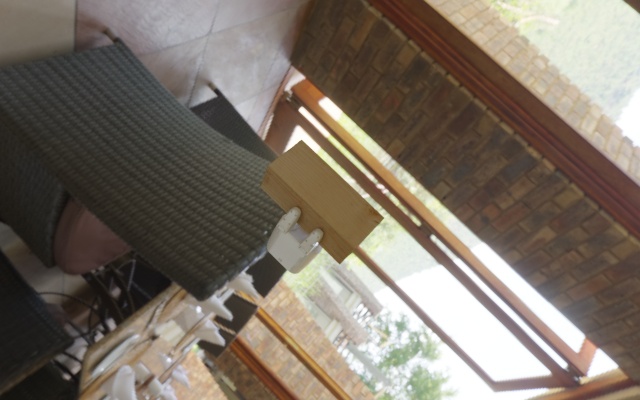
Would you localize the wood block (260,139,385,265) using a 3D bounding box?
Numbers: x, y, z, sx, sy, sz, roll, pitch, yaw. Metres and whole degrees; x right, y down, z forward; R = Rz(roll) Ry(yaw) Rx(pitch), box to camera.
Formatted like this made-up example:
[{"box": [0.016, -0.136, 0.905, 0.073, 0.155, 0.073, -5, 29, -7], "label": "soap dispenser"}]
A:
[{"box": [0.000, 0.003, 0.862, 0.090, 0.206, 0.090, -43, -7, -28], "label": "wood block"}]
